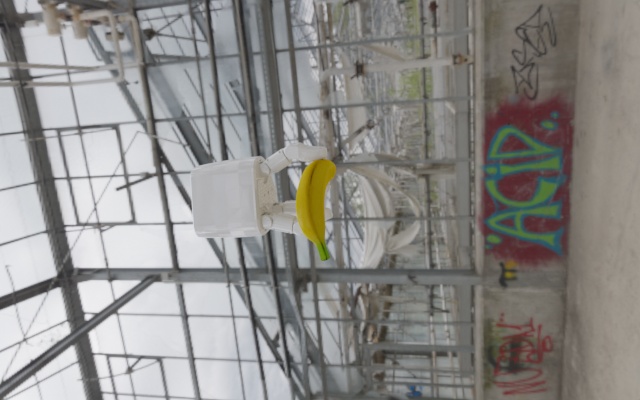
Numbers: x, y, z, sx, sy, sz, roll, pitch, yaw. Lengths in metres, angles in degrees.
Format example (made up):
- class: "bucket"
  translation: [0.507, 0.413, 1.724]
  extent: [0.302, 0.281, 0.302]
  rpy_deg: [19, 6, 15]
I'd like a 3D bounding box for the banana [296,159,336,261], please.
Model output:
- class: "banana"
  translation: [-0.005, -0.010, 0.641]
  extent: [0.037, 0.070, 0.197]
  rpy_deg: [-9, 37, 14]
